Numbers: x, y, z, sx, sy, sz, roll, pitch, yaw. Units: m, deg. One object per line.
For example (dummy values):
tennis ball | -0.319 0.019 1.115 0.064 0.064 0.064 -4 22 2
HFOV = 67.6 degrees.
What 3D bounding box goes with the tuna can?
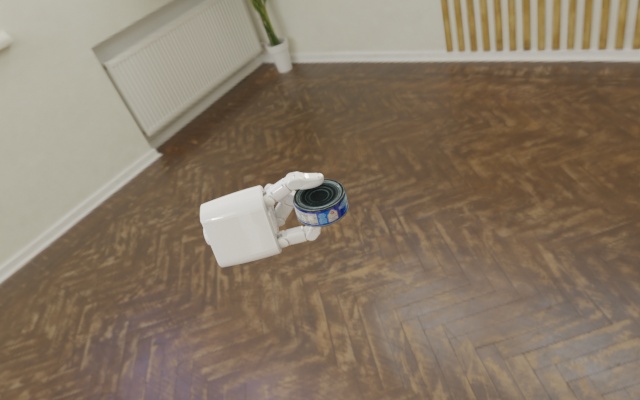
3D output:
tuna can | 0.000 0.002 0.761 0.086 0.034 0.086 -9 37 6
